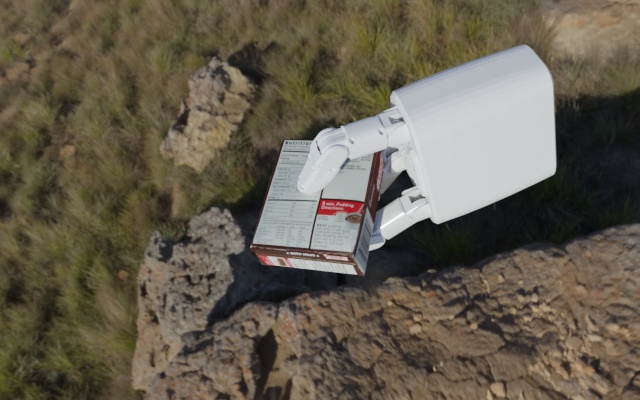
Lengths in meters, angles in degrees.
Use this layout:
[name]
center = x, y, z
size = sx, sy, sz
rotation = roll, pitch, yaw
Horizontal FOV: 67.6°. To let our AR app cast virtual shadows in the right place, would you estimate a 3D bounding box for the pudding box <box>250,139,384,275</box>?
[pudding box]
center = 0.000, 0.001, 0.402
size = 0.090, 0.113, 0.039
rotation = 3, -32, 19
